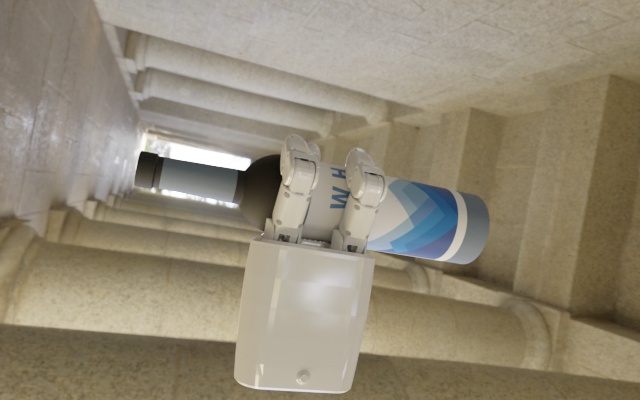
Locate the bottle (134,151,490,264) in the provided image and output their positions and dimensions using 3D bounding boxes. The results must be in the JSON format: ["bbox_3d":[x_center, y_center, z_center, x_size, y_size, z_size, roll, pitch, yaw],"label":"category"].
[{"bbox_3d":[0.000,0.001,0.404,0.296,0.069,0.069,11,-3,-18],"label":"bottle"}]
